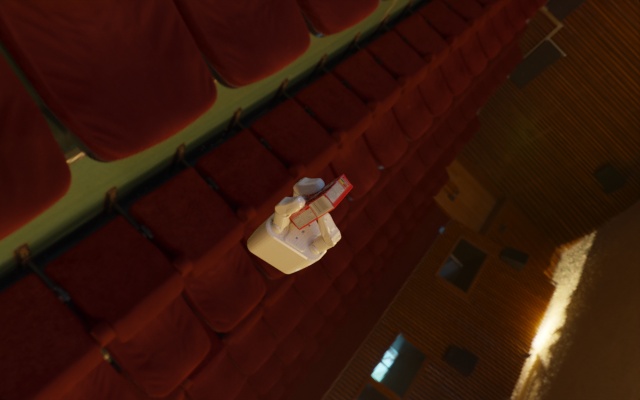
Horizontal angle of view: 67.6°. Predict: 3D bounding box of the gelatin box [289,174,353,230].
[{"bbox_3d":[0.001,0.003,0.758,0.089,0.030,0.073,-33,8,40],"label":"gelatin box"}]
